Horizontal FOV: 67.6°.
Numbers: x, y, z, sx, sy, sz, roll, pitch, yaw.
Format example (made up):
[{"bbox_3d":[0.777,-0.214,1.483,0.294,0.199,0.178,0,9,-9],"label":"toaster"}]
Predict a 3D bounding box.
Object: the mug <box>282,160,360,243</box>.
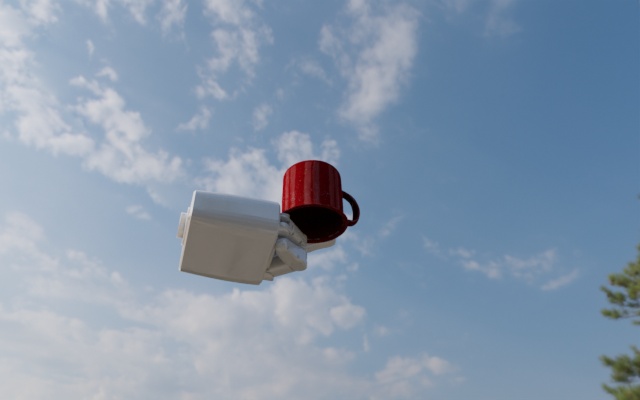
[{"bbox_3d":[0.001,0.002,0.648,0.117,0.081,0.093,12,-38,-18],"label":"mug"}]
